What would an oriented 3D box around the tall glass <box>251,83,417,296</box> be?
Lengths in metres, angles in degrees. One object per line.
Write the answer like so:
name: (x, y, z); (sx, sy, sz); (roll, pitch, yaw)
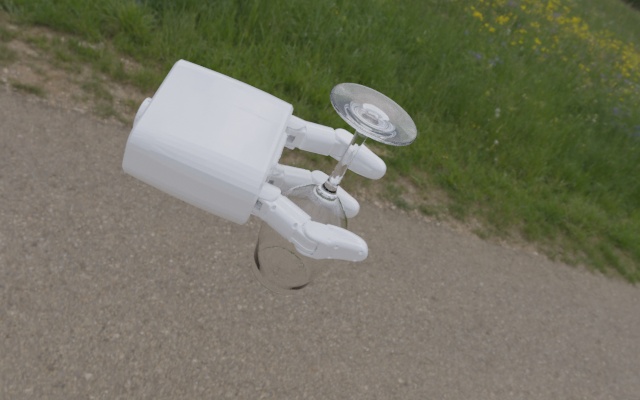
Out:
tall glass: (0.000, 0.001, 0.421); (0.079, 0.079, 0.201); (0, -44, -34)
